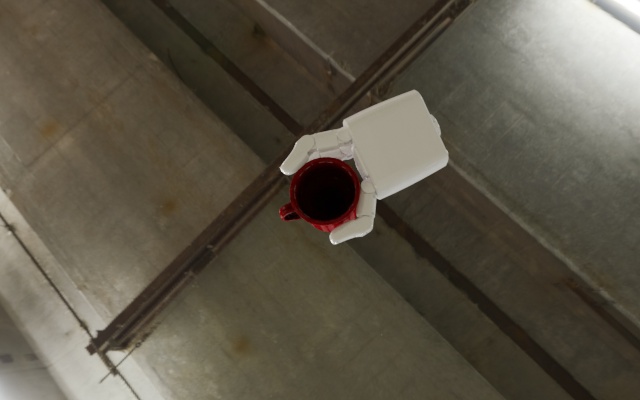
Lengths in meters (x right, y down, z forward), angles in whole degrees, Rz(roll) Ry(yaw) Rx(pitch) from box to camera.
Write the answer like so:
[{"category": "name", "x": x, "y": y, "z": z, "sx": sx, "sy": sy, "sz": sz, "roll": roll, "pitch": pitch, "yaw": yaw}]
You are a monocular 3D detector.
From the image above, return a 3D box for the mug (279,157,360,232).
[{"category": "mug", "x": -0.001, "y": 0.003, "z": 0.658, "sx": 0.117, "sy": 0.093, "sz": 0.081, "roll": -24, "pitch": -17, "yaw": 2}]
